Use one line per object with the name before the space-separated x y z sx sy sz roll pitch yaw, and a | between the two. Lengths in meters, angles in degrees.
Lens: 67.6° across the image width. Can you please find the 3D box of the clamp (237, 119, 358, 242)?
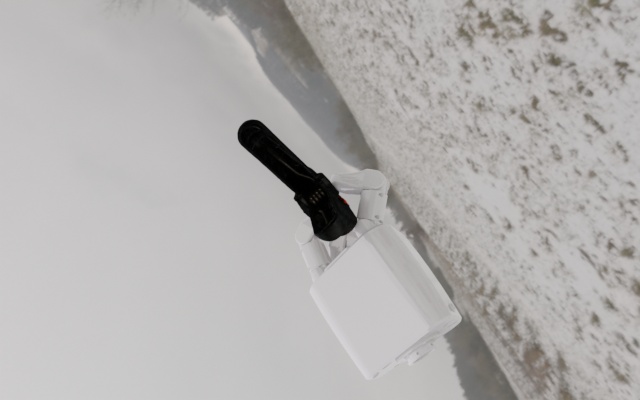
clamp | 0.000 0.002 0.424 0.039 0.120 0.171 -38 -27 10
